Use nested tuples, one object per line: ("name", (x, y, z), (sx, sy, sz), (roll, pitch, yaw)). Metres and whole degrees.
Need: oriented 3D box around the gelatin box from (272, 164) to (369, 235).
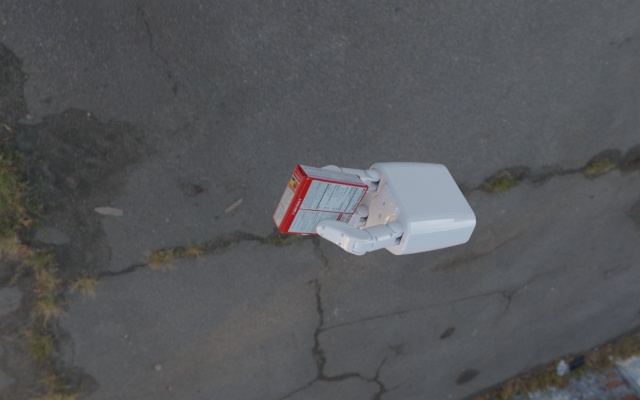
("gelatin box", (0.000, 0.002, 0.534), (0.089, 0.073, 0.030), (6, 33, -37))
